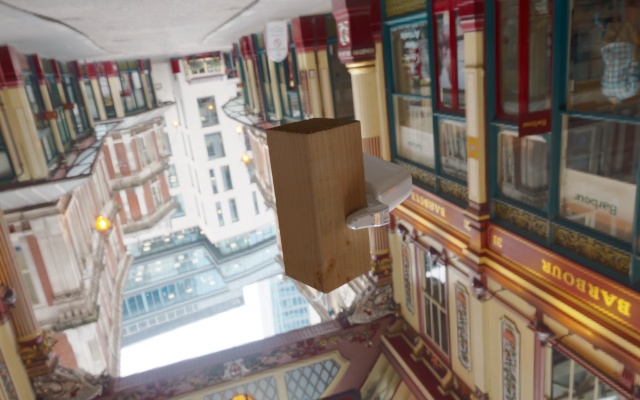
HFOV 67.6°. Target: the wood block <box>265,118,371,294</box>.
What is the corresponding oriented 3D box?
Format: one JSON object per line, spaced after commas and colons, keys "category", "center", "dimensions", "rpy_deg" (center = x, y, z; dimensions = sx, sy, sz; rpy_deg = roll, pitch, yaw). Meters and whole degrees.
{"category": "wood block", "center": [0.001, 0.002, 0.629], "dimensions": [0.090, 0.206, 0.091], "rpy_deg": [-21, 23, -37]}
